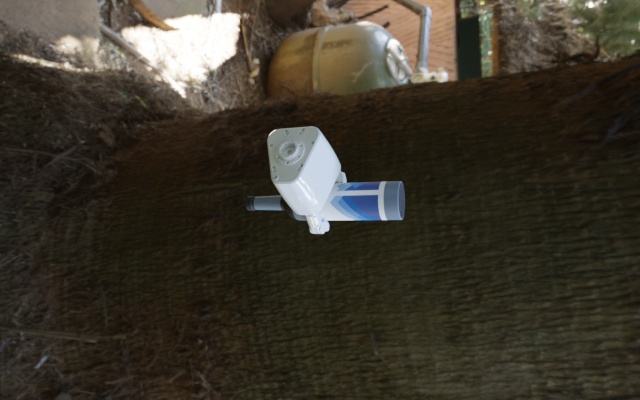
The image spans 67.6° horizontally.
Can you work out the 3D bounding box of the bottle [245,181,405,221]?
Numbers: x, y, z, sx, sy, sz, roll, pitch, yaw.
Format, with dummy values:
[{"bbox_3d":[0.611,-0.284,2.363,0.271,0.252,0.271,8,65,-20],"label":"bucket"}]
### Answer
[{"bbox_3d":[0.000,0.003,0.865,0.296,0.069,0.069,-1,0,20],"label":"bottle"}]
